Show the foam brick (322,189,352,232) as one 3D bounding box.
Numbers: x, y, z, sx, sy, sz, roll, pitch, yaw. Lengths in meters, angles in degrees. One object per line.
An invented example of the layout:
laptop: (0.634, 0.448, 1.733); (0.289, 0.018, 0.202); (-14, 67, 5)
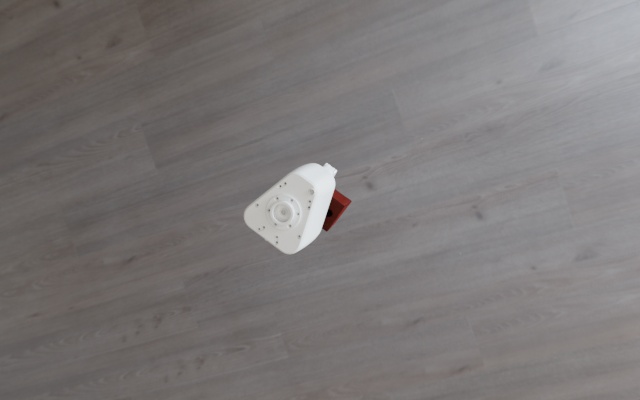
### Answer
foam brick: (0.000, 0.003, 0.757); (0.078, 0.053, 0.051); (36, 17, 5)
